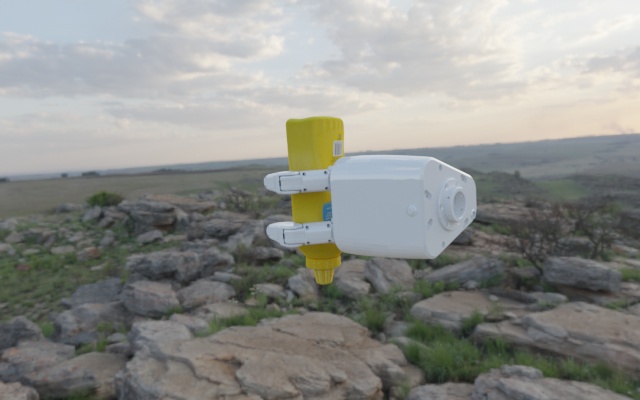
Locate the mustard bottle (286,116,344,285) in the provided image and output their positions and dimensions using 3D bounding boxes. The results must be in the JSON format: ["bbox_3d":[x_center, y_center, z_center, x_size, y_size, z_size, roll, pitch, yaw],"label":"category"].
[{"bbox_3d":[0.000,0.002,0.552,0.058,0.191,0.096,-1,6,20],"label":"mustard bottle"}]
